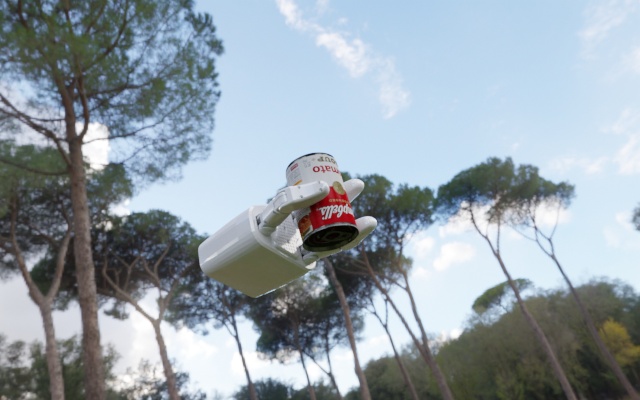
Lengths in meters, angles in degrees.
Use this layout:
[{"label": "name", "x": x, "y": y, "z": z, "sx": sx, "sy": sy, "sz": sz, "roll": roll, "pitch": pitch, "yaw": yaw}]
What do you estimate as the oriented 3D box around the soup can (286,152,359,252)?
[{"label": "soup can", "x": 0.000, "y": 0.001, "z": 0.574, "sx": 0.068, "sy": 0.102, "sz": 0.068, "roll": -12, "pitch": -28, "yaw": -7}]
